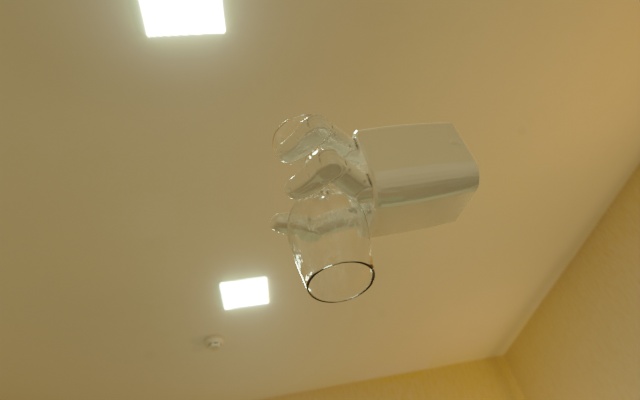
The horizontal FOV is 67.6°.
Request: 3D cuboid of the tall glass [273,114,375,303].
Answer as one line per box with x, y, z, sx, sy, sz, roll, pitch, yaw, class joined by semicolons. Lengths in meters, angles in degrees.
0.000;0.001;0.484;0.079;0.200;0.079;-7;-43;-7;tall glass
